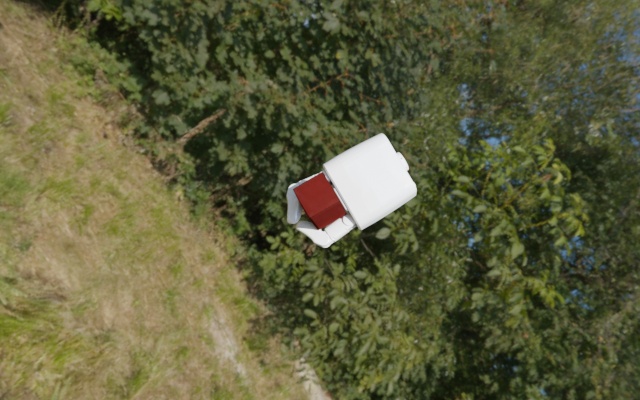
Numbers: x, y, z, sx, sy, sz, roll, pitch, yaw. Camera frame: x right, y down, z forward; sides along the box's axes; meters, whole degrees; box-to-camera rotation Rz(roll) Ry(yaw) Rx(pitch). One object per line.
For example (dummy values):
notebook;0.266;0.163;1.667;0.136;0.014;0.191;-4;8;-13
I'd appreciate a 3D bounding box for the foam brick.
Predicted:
foam brick;0.000;0.002;0.700;0.051;0.053;0.078;-30;-18;1
